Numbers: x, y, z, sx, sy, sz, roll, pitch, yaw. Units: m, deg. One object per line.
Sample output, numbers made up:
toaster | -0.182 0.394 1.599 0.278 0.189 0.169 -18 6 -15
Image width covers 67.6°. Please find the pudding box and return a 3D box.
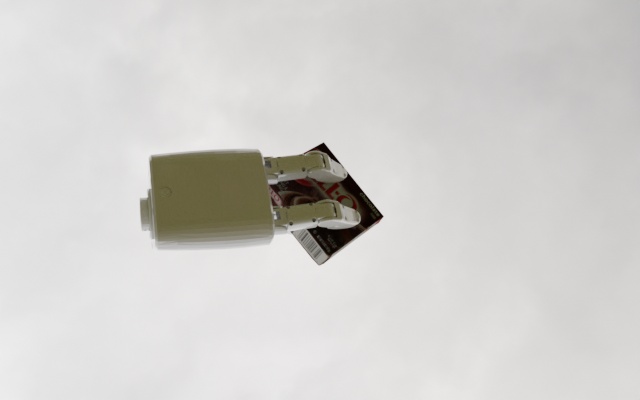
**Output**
pudding box | 0.000 0.002 0.524 0.090 0.113 0.039 -33 -8 -33
